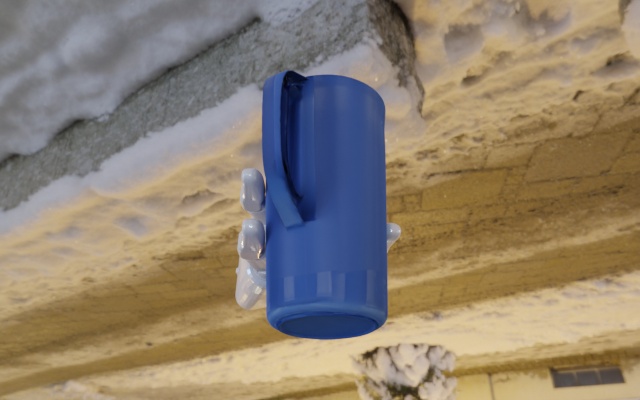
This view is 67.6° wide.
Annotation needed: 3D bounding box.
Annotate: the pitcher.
[{"bbox_3d":[0.000,0.002,0.469,0.149,0.242,0.145,9,-30,-16],"label":"pitcher"}]
